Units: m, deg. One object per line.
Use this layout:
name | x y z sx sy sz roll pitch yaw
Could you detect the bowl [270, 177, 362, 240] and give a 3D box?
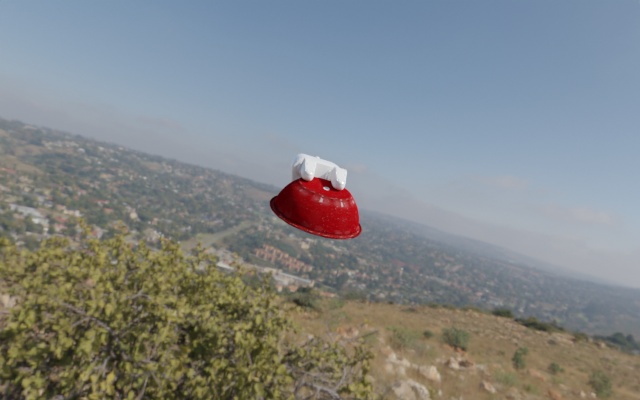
bowl | 0.001 0.003 0.792 0.162 0.055 0.162 17 19 -6
